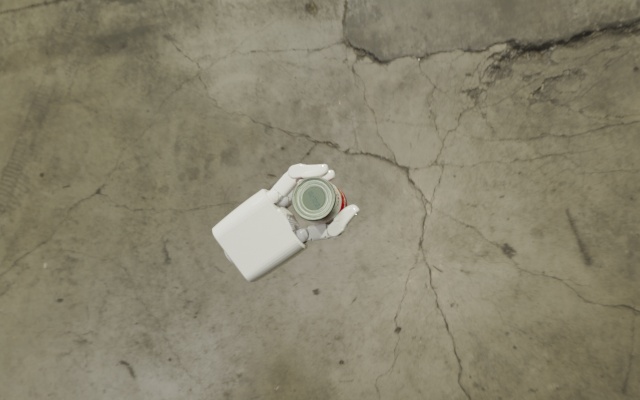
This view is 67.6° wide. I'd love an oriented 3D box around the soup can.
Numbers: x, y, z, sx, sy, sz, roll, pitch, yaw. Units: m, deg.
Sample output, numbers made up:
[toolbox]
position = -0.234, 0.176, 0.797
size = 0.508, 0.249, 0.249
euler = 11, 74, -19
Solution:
[soup can]
position = 0.001, 0.002, 0.740
size = 0.068, 0.068, 0.102
euler = 0, -7, 13
